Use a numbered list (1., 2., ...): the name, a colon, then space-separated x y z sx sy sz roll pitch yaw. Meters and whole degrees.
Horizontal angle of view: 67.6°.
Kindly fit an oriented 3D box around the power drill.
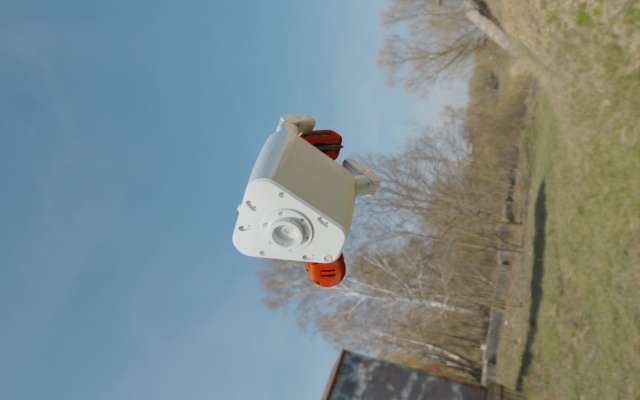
1. power drill: 0.000 0.002 0.637 0.057 0.188 0.184 -5 12 -5
